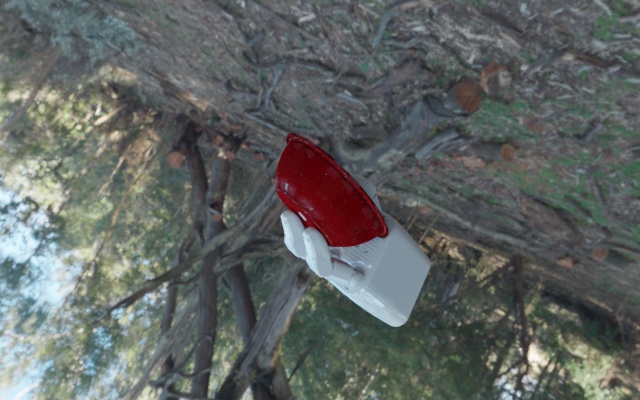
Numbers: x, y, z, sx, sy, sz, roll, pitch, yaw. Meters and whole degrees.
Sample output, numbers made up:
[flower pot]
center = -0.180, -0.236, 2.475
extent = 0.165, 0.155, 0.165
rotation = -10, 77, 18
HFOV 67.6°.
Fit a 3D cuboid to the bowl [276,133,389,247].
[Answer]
[bowl]
center = -0.001, 0.001, 0.541
extent = 0.055, 0.162, 0.162
rotation = -44, 9, -10
